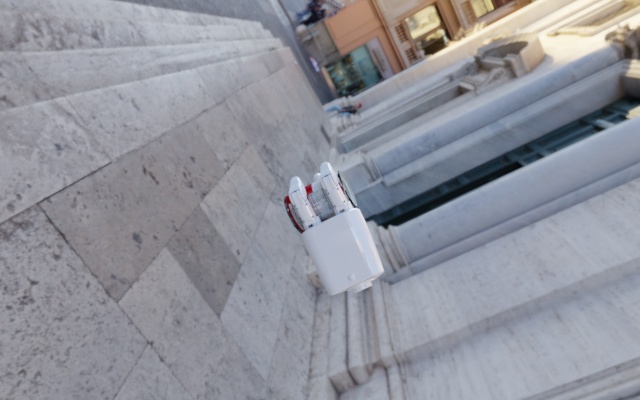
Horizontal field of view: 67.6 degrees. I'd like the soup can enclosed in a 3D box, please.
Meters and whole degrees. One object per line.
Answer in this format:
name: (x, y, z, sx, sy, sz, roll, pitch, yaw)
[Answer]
soup can: (0.000, 0.002, 0.780, 0.102, 0.068, 0.068, -26, -5, 11)
